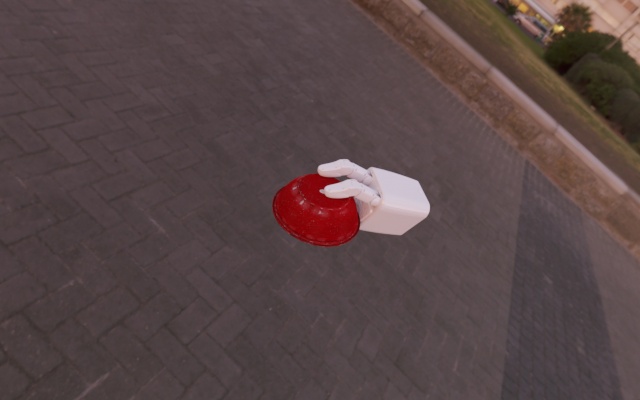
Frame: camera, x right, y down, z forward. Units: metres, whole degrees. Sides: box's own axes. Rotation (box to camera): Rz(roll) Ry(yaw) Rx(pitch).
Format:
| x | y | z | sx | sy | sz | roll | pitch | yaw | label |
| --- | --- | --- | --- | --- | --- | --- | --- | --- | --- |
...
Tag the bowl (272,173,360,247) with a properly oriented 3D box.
| x | y | z | sx | sy | sz | roll | pitch | yaw | label |
| --- | --- | --- | --- | --- | --- | --- | --- | --- | --- |
| -0.001 | 0.003 | 0.826 | 0.162 | 0.055 | 0.162 | 11 | 41 | -10 | bowl |
